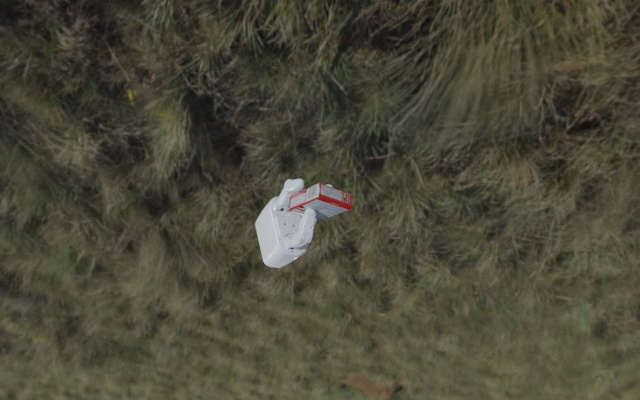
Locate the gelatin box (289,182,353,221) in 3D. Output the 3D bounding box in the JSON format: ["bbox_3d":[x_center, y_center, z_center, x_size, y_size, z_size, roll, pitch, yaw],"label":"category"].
[{"bbox_3d":[0.000,0.003,0.821,0.073,0.030,0.089,19,-25,-33],"label":"gelatin box"}]
